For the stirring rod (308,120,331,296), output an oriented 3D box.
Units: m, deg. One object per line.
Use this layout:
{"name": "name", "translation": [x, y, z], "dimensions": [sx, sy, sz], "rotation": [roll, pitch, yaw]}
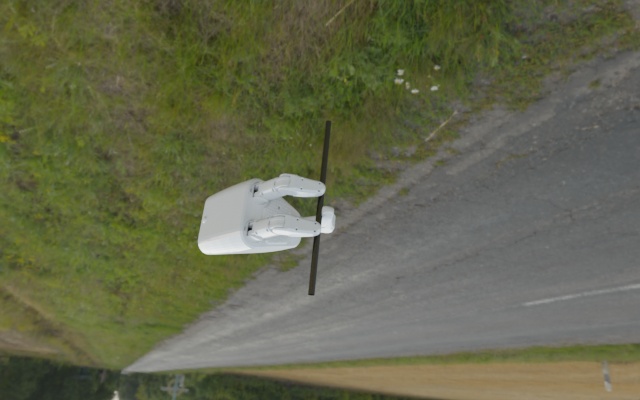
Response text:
{"name": "stirring rod", "translation": [0.000, 0.002, 0.616], "dimensions": [0.011, 0.239, 0.011], "rotation": [5, -22, 2]}
